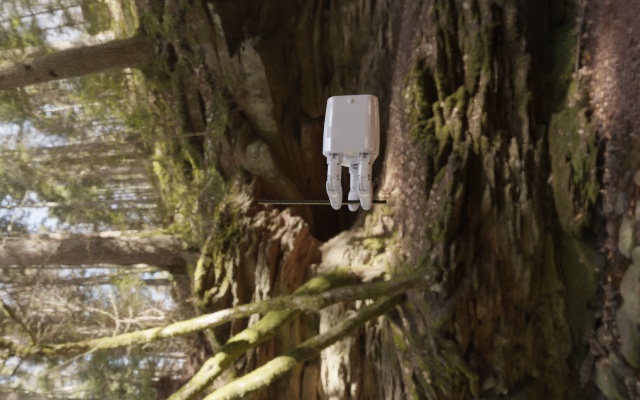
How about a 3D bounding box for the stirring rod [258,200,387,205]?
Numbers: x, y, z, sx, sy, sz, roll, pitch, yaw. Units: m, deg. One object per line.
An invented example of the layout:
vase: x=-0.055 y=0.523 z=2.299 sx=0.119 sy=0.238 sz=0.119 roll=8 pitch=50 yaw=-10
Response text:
stirring rod: x=0.000 y=0.003 z=0.876 sx=0.239 sy=0.011 sz=0.011 roll=0 pitch=0 yaw=14
